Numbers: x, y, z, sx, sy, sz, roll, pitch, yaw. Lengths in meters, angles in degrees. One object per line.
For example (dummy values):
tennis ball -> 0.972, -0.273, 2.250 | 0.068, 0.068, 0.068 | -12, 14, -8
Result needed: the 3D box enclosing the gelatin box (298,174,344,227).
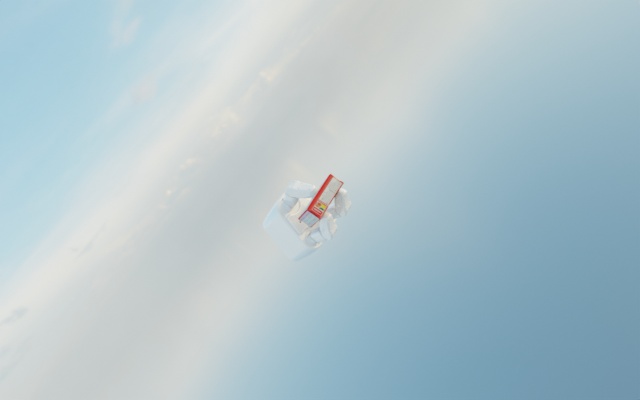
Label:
gelatin box -> 0.000, 0.002, 0.791 | 0.030, 0.073, 0.089 | 34, -17, -2
